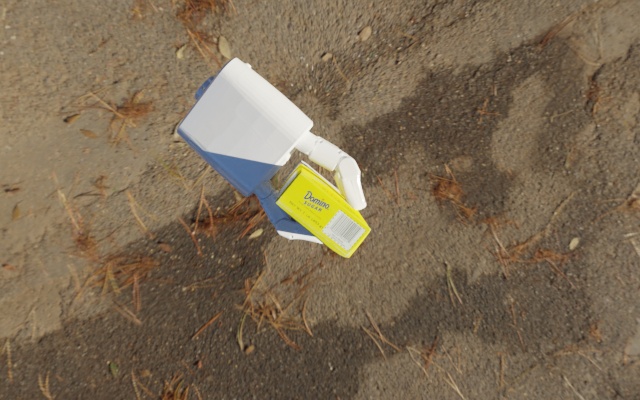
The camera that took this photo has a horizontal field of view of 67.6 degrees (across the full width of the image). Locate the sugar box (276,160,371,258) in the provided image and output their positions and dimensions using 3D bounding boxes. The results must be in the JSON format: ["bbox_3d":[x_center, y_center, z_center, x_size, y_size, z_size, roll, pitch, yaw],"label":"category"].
[{"bbox_3d":[0.000,0.001,0.548,0.093,0.048,0.176,40,8,-8],"label":"sugar box"}]
